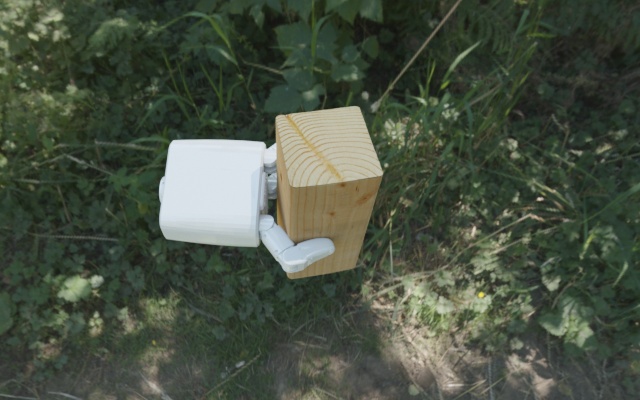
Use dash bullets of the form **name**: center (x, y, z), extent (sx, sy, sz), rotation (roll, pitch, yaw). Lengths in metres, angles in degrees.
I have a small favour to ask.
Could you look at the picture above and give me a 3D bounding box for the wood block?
- **wood block**: center (0.000, 0.002, 0.544), extent (0.090, 0.090, 0.206), rotation (-8, -31, -9)
